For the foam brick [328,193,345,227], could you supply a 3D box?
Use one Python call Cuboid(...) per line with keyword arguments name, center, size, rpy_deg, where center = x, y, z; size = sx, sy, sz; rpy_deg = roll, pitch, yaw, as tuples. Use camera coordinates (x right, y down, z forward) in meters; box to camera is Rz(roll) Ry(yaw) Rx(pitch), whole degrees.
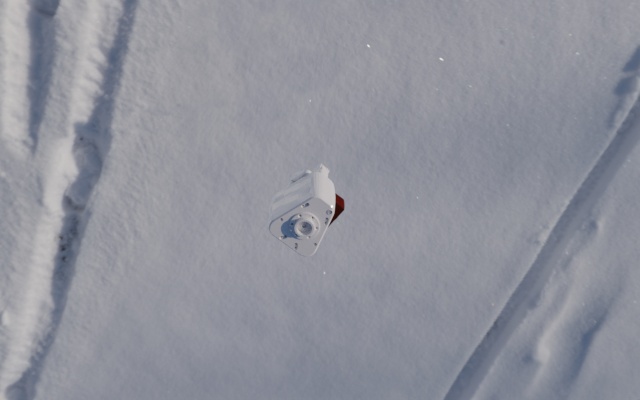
Cuboid(name="foam brick", center=(0.000, 0.003, 0.896), size=(0.078, 0.053, 0.051), rpy_deg=(37, 18, -16))
